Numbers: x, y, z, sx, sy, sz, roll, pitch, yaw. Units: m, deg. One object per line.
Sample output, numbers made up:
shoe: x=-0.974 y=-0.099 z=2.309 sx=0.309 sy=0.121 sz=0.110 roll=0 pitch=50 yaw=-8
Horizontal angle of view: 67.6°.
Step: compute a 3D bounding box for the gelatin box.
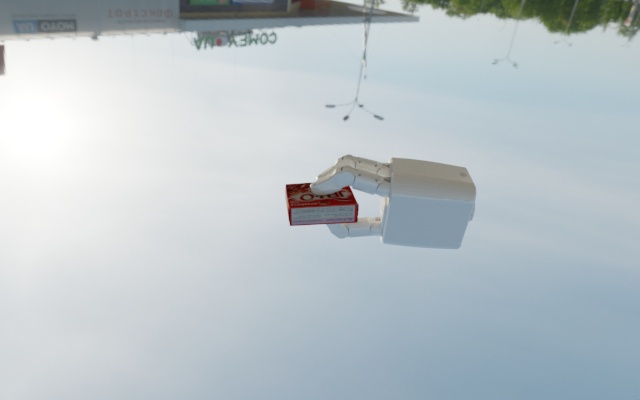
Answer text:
gelatin box: x=0.000 y=0.002 z=0.626 sx=0.089 sy=0.030 sz=0.073 roll=-3 pitch=26 yaw=-6
